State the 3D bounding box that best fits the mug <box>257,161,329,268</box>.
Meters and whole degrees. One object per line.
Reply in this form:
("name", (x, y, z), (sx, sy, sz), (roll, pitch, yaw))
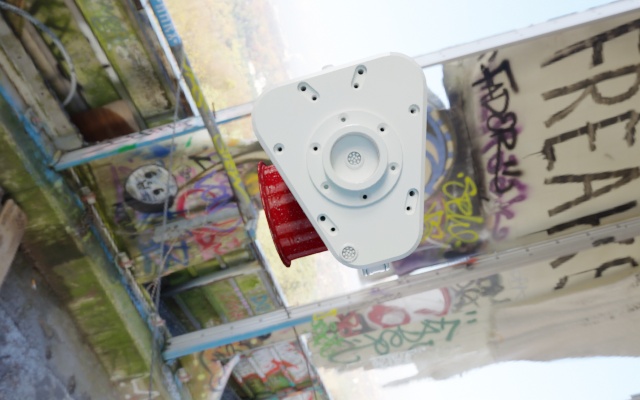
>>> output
("mug", (0.000, 0.001, 0.416), (0.081, 0.093, 0.117), (-15, 2, 3))
